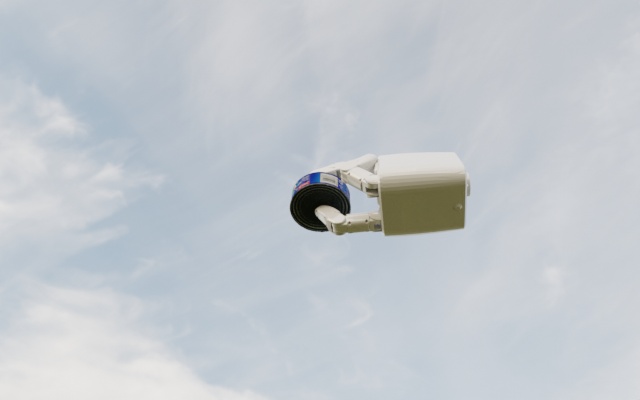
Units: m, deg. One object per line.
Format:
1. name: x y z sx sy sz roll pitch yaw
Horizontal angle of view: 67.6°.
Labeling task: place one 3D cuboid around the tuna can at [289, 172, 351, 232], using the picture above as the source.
1. tuna can: 0.000 0.002 0.679 0.086 0.086 0.033 0 37 2
